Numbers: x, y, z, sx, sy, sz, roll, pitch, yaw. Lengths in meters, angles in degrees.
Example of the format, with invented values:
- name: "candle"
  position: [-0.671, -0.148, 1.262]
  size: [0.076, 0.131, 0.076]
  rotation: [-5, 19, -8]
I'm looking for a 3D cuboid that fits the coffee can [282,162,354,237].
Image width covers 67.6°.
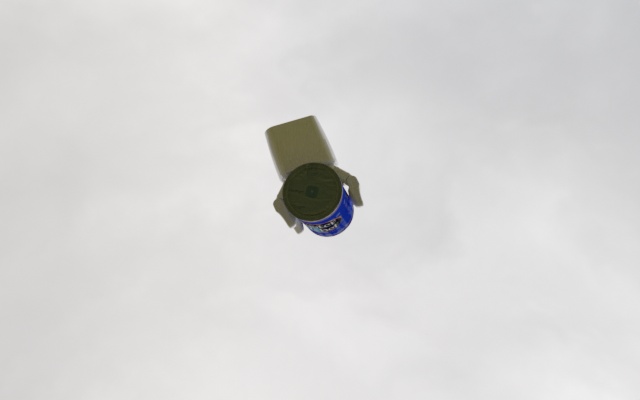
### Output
- name: "coffee can"
  position: [0.000, 0.003, 0.857]
  size: [0.103, 0.102, 0.140]
  rotation: [0, -15, 13]
